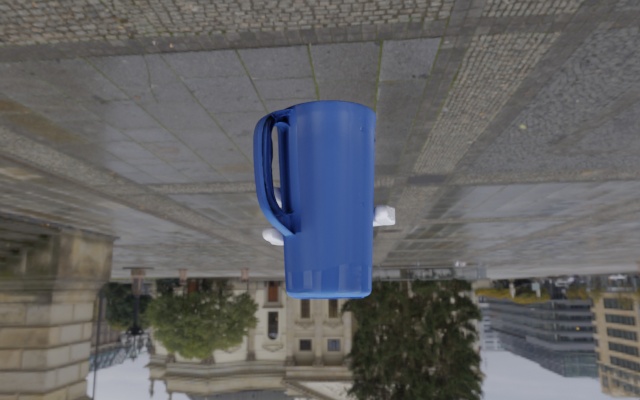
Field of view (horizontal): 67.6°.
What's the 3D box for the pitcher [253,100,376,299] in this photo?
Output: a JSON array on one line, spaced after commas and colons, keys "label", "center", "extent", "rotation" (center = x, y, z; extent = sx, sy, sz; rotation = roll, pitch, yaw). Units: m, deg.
[{"label": "pitcher", "center": [0.000, 0.002, 0.613], "extent": [0.149, 0.242, 0.145], "rotation": [-2, -10, 6]}]
